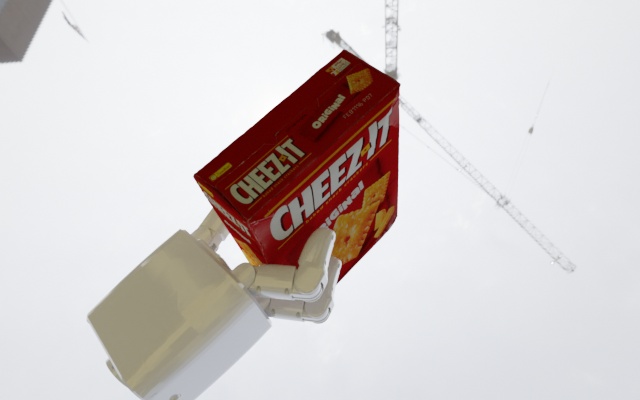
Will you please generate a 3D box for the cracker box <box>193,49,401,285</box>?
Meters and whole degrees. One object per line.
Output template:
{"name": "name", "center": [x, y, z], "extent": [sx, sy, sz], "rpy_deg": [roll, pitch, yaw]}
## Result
{"name": "cracker box", "center": [0.000, 0.001, 0.440], "extent": [0.072, 0.164, 0.214], "rpy_deg": [37, -20, 26]}
